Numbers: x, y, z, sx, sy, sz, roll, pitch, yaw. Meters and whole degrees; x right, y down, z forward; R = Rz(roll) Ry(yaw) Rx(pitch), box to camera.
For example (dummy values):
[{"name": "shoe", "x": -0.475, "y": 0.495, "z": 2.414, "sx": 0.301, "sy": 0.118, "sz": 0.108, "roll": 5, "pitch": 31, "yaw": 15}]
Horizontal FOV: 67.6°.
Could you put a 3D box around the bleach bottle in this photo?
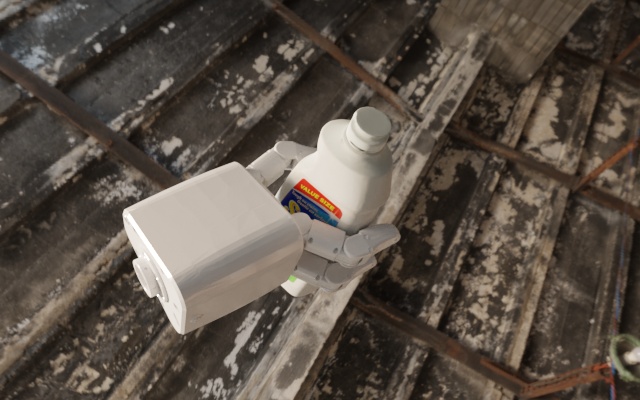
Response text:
[{"name": "bleach bottle", "x": 0.000, "y": 0.002, "z": 0.449, "sx": 0.068, "sy": 0.102, "sz": 0.251, "roll": -28, "pitch": -19, "yaw": -30}]
